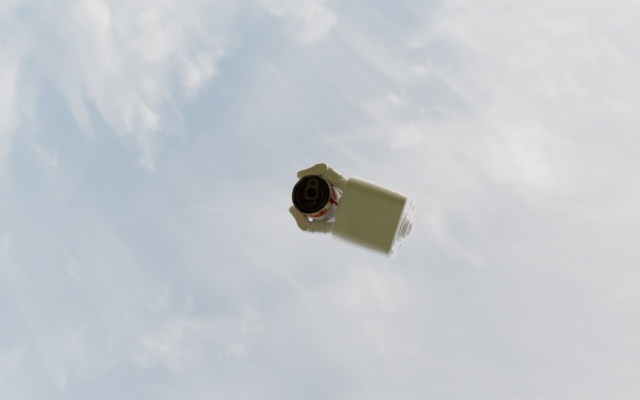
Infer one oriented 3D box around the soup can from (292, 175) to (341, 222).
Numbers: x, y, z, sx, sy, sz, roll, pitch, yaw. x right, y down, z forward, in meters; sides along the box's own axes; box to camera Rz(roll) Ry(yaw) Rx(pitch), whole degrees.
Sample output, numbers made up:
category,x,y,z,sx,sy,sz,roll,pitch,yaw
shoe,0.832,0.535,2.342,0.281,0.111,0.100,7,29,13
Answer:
category,x,y,z,sx,sy,sz,roll,pitch,yaw
soup can,0.000,0.003,0.828,0.068,0.068,0.102,0,-15,20
